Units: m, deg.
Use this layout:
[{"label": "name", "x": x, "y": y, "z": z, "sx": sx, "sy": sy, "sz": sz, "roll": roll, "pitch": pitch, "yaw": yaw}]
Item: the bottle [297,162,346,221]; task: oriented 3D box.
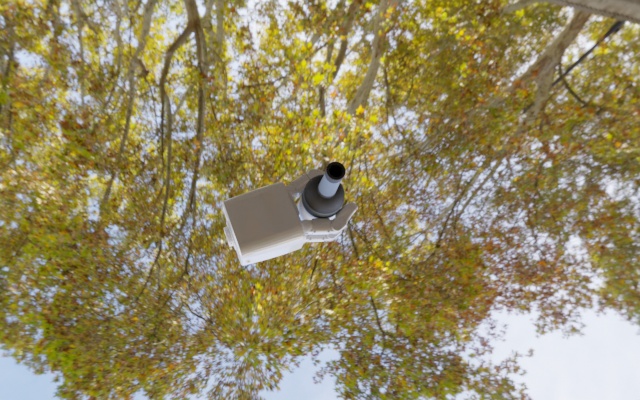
[{"label": "bottle", "x": 0.000, "y": 0.003, "z": 0.791, "sx": 0.069, "sy": 0.069, "sz": 0.296, "roll": 0, "pitch": -17, "yaw": -9}]
